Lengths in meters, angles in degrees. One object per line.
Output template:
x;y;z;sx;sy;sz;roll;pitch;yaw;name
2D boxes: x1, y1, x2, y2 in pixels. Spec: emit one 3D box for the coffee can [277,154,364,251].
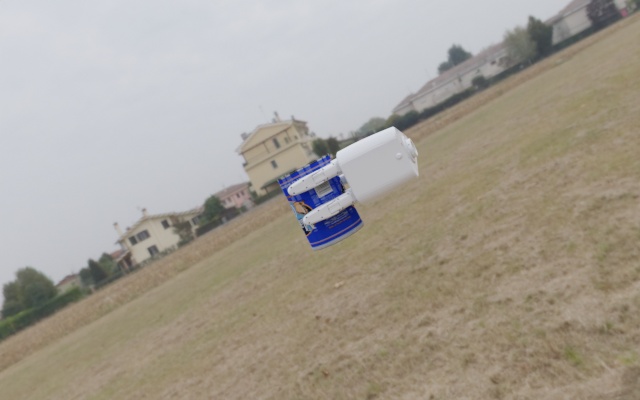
0.000;0.003;0.840;0.103;0.140;0.103;-27;4;2;coffee can
